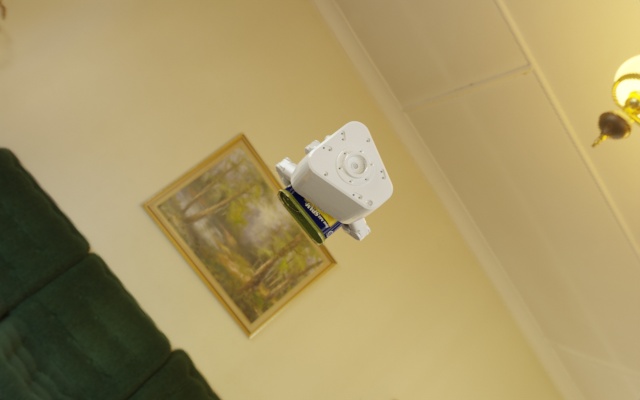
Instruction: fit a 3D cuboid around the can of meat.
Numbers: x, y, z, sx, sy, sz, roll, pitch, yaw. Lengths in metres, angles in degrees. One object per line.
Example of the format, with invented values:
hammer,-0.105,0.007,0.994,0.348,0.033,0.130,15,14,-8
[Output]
can of meat,0.000,0.002,0.717,0.084,0.102,0.057,-39,-3,-17
